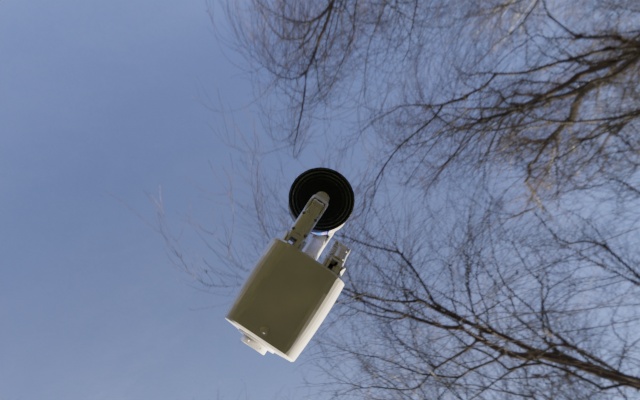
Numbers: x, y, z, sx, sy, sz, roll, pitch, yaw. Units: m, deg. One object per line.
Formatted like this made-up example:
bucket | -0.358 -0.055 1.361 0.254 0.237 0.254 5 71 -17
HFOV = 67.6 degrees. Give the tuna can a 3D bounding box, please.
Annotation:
tuna can | 0.000 0.002 0.629 0.086 0.086 0.034 0 -16 -6
